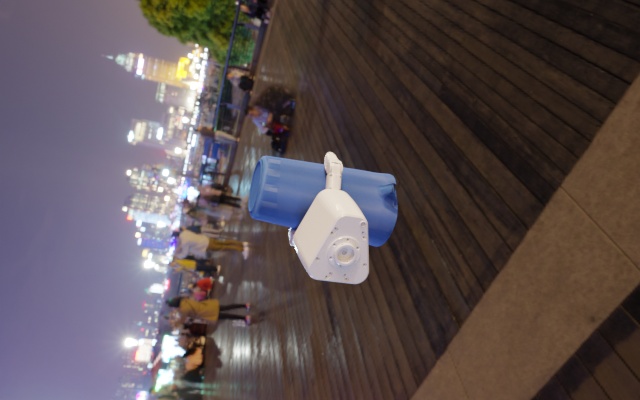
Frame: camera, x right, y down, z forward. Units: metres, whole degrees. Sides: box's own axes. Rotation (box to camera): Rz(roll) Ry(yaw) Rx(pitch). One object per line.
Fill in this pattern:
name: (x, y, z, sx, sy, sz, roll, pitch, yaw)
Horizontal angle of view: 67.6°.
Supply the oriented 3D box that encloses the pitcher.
pitcher: (0.000, 0.003, 0.838, 0.243, 0.149, 0.145, 11, 17, -17)
